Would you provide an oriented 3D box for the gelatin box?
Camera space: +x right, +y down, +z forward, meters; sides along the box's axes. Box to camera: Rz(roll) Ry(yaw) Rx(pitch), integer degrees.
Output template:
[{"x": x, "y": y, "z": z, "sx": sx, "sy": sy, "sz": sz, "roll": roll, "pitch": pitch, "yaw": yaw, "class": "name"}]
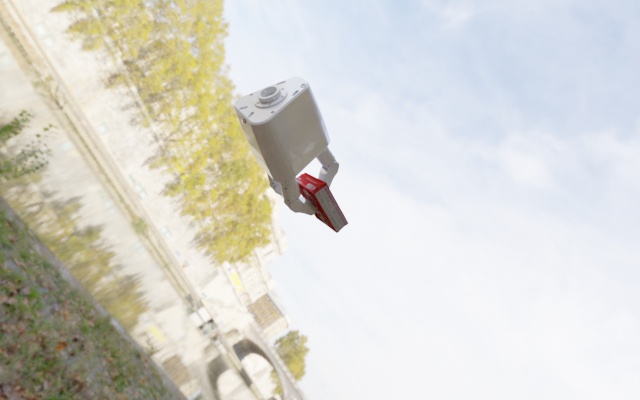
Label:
[{"x": 0.001, "y": 0.003, "z": 0.774, "sx": 0.030, "sy": 0.089, "sz": 0.073, "roll": -38, "pitch": 31, "yaw": -12, "class": "gelatin box"}]
